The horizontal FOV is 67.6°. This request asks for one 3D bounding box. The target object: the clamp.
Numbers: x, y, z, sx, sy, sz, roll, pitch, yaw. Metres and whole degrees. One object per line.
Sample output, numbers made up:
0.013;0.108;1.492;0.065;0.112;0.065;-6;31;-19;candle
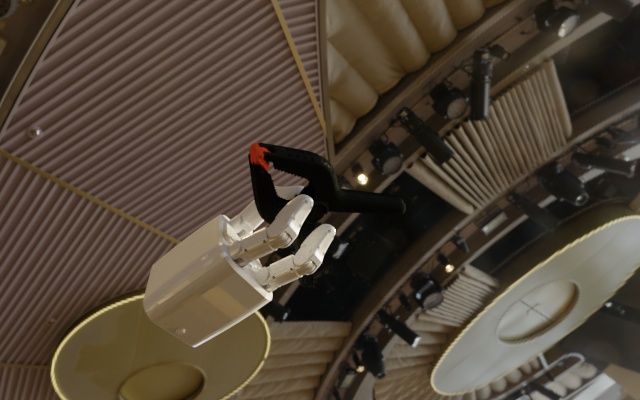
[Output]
-0.001;0.001;0.539;0.164;0.210;0.036;-36;41;1;clamp
